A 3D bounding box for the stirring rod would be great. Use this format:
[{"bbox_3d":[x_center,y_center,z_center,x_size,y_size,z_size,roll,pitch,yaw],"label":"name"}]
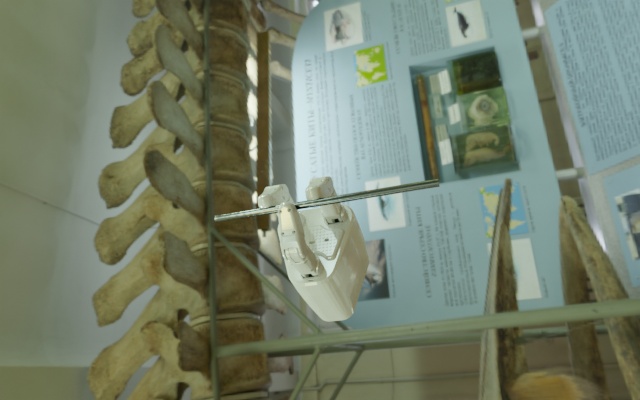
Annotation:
[{"bbox_3d":[0.000,0.002,0.494,0.239,0.011,0.011,-9,-3,15],"label":"stirring rod"}]
